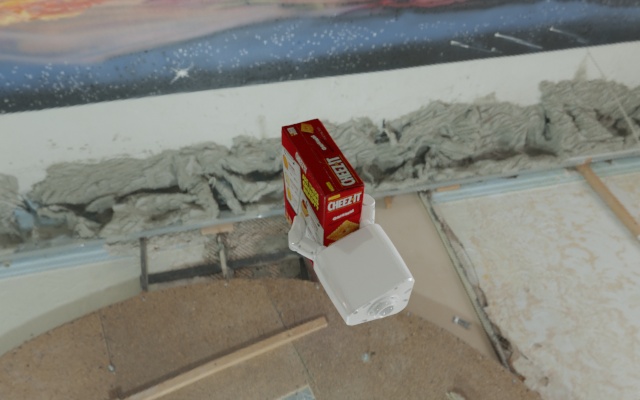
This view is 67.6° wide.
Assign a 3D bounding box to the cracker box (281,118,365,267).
[{"bbox_3d":[0.000,0.003,0.769,0.072,0.164,0.214,-18,-39,-18],"label":"cracker box"}]
